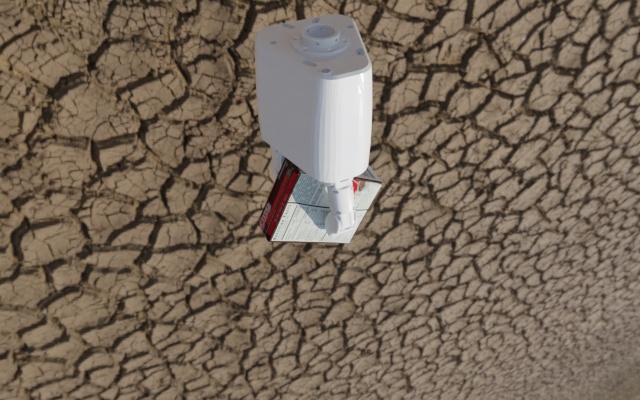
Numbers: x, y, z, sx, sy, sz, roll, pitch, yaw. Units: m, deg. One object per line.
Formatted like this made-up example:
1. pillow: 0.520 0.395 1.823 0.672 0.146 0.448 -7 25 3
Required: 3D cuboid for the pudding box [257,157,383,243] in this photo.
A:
1. pudding box: 0.000 0.002 0.509 0.113 0.090 0.039 6 33 -35
